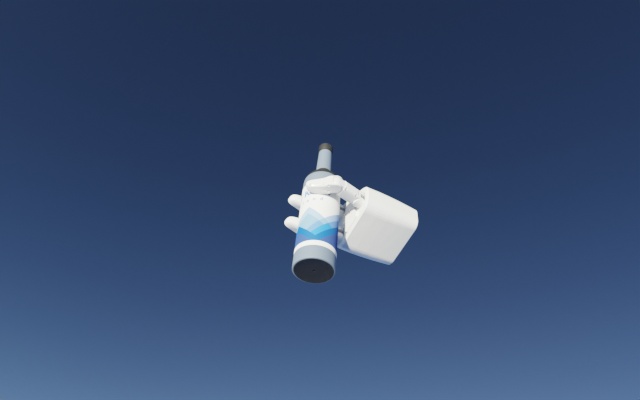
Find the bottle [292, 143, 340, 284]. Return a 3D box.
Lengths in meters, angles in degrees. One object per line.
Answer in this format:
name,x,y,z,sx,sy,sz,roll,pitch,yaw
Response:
bottle,0.000,0.003,0.822,0.069,0.295,0.069,3,-45,3
